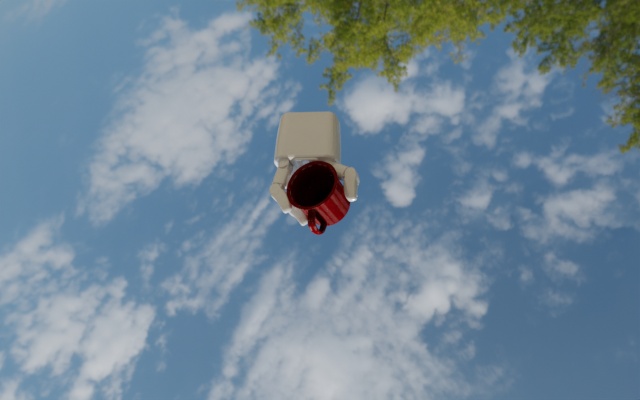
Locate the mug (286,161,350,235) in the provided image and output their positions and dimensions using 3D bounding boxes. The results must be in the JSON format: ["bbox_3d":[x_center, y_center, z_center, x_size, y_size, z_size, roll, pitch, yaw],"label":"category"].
[{"bbox_3d":[0.000,0.004,0.811,0.093,0.117,0.081,-8,-31,22],"label":"mug"}]
